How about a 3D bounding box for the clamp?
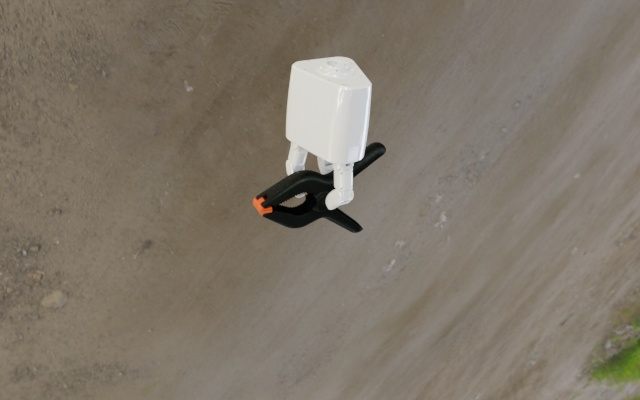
[{"bbox_3d":[0.000,0.003,0.721,0.210,0.165,0.036,-15,40,-27],"label":"clamp"}]
